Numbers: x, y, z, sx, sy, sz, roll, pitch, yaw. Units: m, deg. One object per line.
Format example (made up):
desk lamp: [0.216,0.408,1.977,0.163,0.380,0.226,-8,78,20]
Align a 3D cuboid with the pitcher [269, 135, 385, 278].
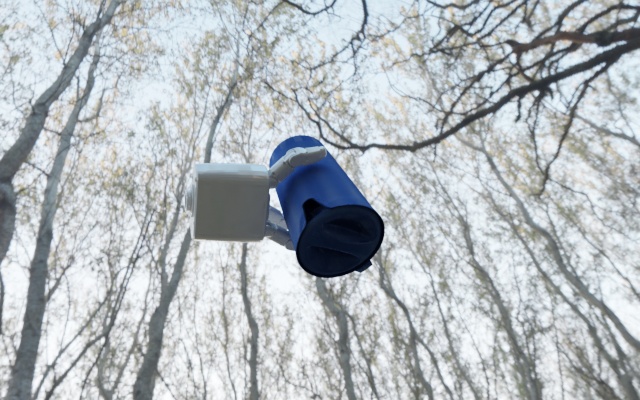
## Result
pitcher: [0.000,0.002,0.762,0.145,0.149,0.242,-1,35,-20]
